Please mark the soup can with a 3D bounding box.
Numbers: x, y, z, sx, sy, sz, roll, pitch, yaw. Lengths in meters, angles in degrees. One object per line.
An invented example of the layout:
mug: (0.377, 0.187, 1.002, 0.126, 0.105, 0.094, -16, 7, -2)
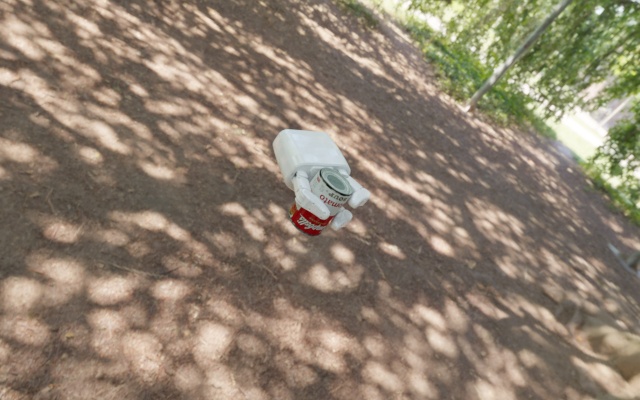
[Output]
soup can: (0.000, 0.003, 0.805, 0.068, 0.068, 0.102, 0, -44, -50)
